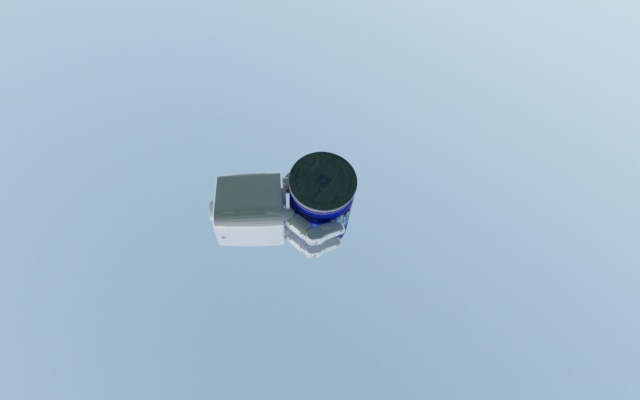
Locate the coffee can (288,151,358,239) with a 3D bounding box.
[{"bbox_3d":[0.000,0.002,0.766,0.103,0.102,0.140,0,-28,-4],"label":"coffee can"}]
